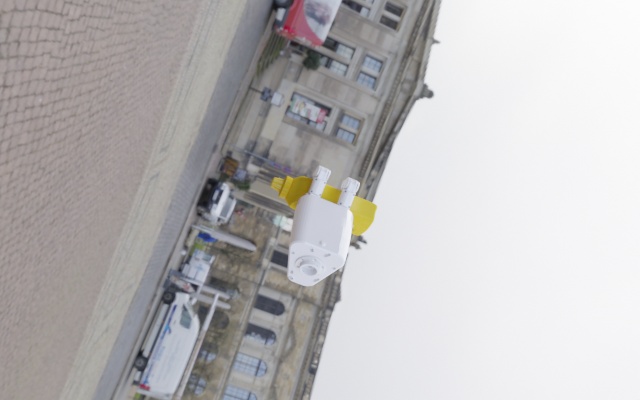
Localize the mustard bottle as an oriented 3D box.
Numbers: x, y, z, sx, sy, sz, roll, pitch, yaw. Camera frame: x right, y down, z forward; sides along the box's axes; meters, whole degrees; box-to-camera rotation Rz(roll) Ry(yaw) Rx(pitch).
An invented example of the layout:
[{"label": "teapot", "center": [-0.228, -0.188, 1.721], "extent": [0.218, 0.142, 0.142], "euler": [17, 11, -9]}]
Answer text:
[{"label": "mustard bottle", "center": [0.000, 0.003, 0.872], "extent": [0.191, 0.058, 0.096], "euler": [22, -22, -10]}]
